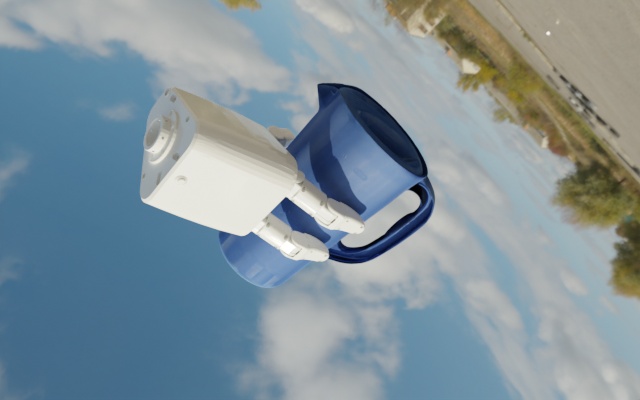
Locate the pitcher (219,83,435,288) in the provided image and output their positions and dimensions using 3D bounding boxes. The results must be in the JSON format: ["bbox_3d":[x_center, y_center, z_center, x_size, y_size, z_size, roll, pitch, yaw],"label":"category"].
[{"bbox_3d":[0.000,0.002,0.551,0.145,0.149,0.243,20,-54,-44],"label":"pitcher"}]
